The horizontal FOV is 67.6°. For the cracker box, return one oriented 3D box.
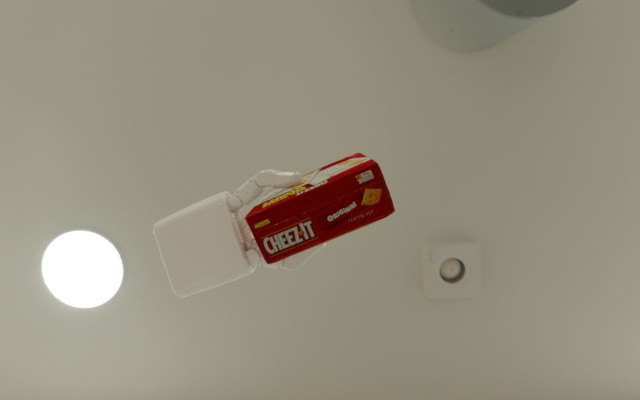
[{"bbox_3d":[0.000,0.002,0.642,0.164,0.072,0.213,-23,8,3],"label":"cracker box"}]
